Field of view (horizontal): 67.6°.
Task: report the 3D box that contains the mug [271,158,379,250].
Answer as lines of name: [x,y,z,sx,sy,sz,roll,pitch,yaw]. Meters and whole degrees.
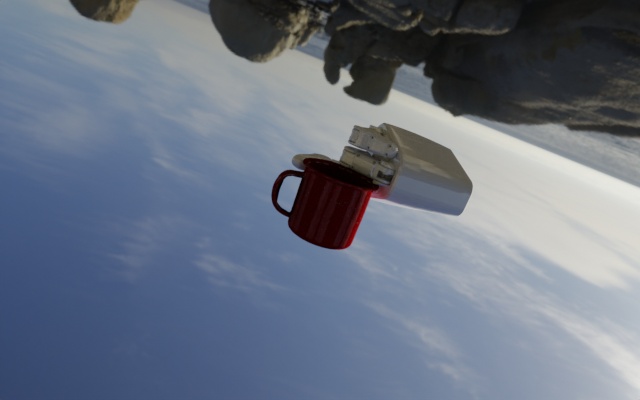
mug: [-0.001,0.002,0.553,0.117,0.081,0.093,15,17,-18]
